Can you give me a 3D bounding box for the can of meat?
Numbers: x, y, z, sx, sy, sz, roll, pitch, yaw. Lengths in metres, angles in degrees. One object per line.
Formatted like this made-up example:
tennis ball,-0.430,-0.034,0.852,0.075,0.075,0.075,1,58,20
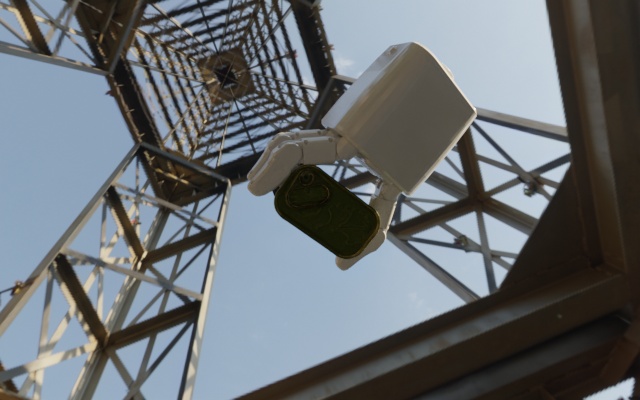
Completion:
can of meat,0.000,0.002,0.477,0.102,0.057,0.084,36,6,-17
